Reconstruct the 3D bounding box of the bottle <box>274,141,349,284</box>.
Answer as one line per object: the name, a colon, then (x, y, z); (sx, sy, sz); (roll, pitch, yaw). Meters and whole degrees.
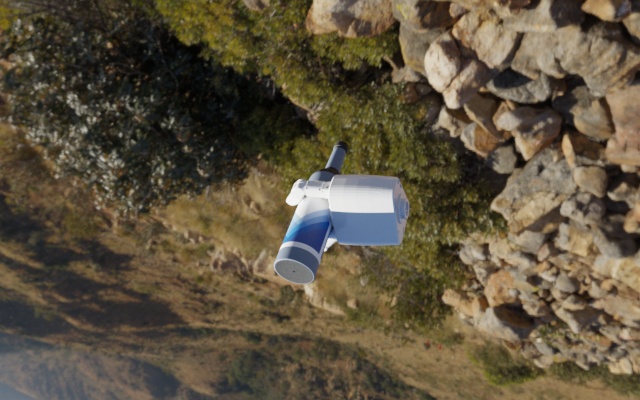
bottle: (0.000, 0.003, 0.824); (0.069, 0.295, 0.069); (12, -39, 10)
